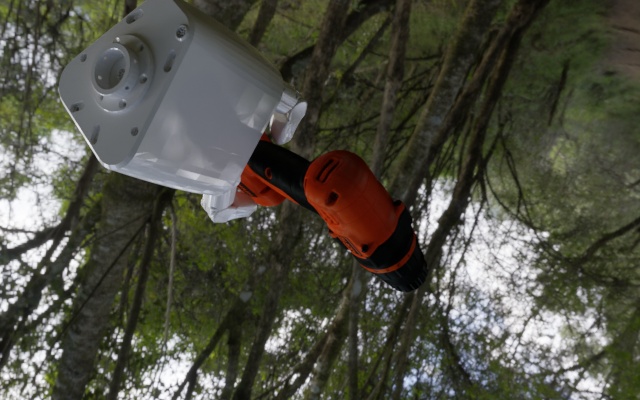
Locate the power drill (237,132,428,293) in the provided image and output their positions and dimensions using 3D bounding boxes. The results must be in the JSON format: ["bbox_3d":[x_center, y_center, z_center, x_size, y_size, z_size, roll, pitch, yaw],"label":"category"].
[{"bbox_3d":[0.000,0.001,0.420,0.187,0.057,0.184,26,-17,39],"label":"power drill"}]
